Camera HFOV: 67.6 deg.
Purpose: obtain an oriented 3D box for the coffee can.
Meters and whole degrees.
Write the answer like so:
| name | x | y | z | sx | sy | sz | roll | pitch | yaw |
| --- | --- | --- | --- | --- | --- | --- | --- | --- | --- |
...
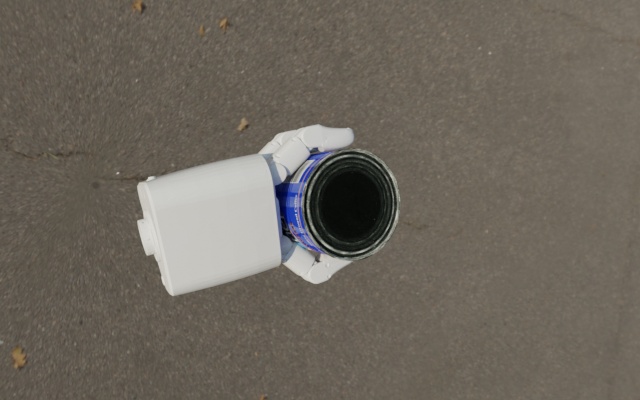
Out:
| name | x | y | z | sx | sy | sz | roll | pitch | yaw |
| --- | --- | --- | --- | --- | --- | --- | --- | --- | --- |
| coffee can | 0.000 | 0.002 | 0.493 | 0.103 | 0.103 | 0.140 | 0 | 2 | -26 |
